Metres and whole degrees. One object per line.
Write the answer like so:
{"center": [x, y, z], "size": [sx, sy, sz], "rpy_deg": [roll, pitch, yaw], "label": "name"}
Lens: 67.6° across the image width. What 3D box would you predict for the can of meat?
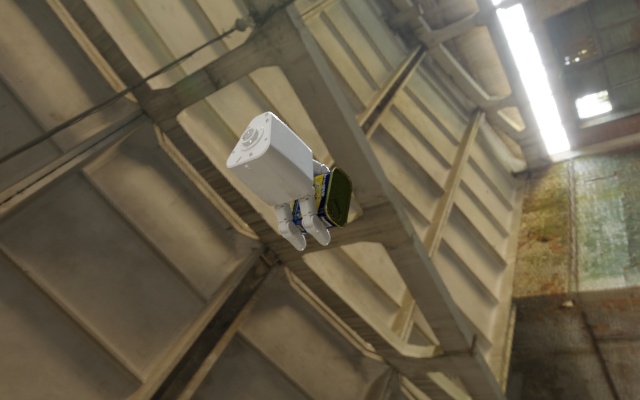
{"center": [0.000, 0.003, 0.810], "size": [0.084, 0.102, 0.057], "rpy_deg": [-15, -40, 35], "label": "can of meat"}
